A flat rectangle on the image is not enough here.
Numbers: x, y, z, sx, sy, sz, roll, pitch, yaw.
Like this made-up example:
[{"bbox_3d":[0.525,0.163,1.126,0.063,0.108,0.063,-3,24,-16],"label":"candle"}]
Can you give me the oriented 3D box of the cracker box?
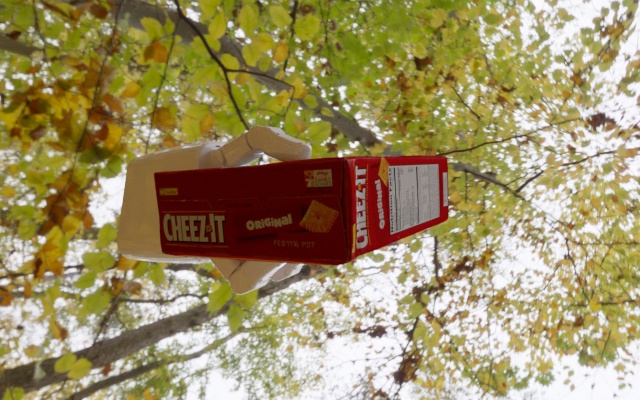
[{"bbox_3d":[0.000,0.001,0.406,0.164,0.072,0.213,-2,4,31],"label":"cracker box"}]
